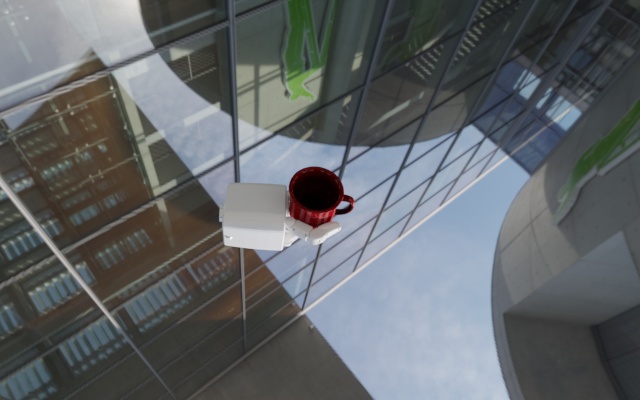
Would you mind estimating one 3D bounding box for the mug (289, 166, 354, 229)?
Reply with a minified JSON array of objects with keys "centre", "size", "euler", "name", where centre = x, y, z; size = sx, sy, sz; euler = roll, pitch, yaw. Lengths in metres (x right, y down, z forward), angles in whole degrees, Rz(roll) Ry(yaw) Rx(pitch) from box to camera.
[{"centre":[0.002,0.003,0.828],"size":[0.117,0.093,0.081],"euler":[5,-32,-6],"name":"mug"}]
